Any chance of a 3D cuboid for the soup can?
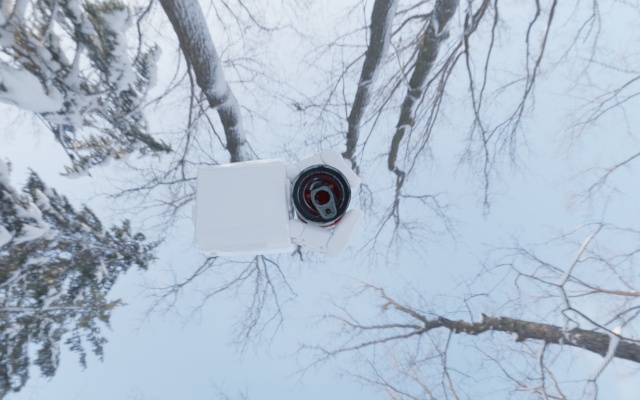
[{"bbox_3d":[0.001,0.002,0.578,0.068,0.068,0.102,0,-11,0],"label":"soup can"}]
